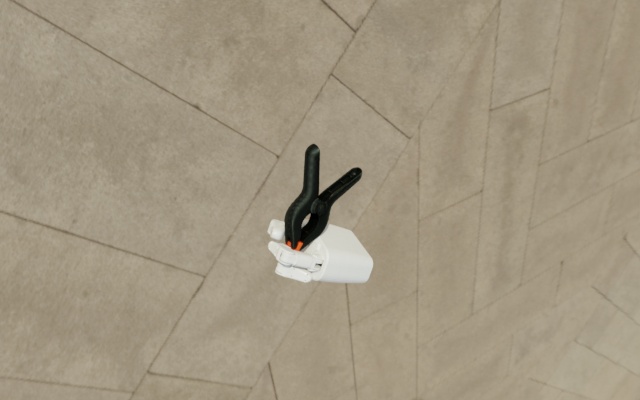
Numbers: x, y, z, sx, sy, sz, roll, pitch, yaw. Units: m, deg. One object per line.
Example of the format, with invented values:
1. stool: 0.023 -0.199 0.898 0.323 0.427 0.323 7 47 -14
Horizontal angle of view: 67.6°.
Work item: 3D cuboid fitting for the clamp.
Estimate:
1. clamp: 0.000 0.003 0.759 0.120 0.171 0.039 13 15 -35
